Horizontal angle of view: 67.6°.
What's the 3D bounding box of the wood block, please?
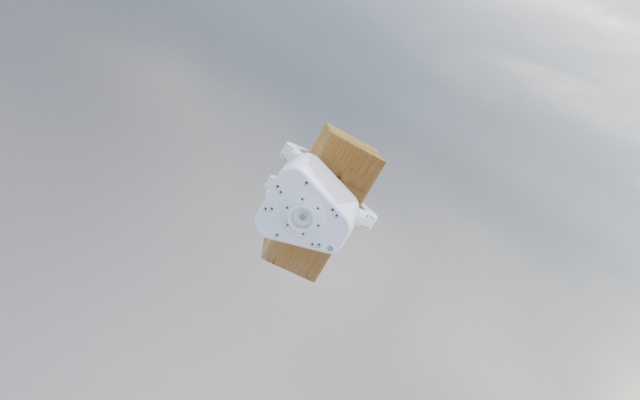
[{"bbox_3d":[0.000,0.002,0.706,0.091,0.206,0.090,27,15,-12],"label":"wood block"}]
